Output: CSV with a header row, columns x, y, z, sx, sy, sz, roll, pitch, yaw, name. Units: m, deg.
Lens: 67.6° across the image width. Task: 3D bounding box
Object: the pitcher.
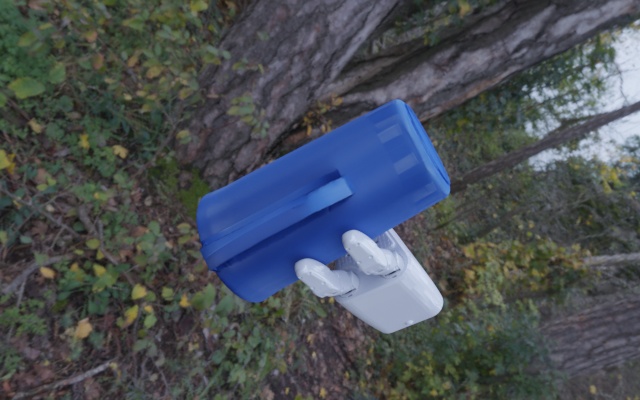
x,y,z,sx,sy,sz,roll,pitch,yaw,name
0.000,0.002,0.488,0.243,0.149,0.145,-28,-48,18,pitcher
